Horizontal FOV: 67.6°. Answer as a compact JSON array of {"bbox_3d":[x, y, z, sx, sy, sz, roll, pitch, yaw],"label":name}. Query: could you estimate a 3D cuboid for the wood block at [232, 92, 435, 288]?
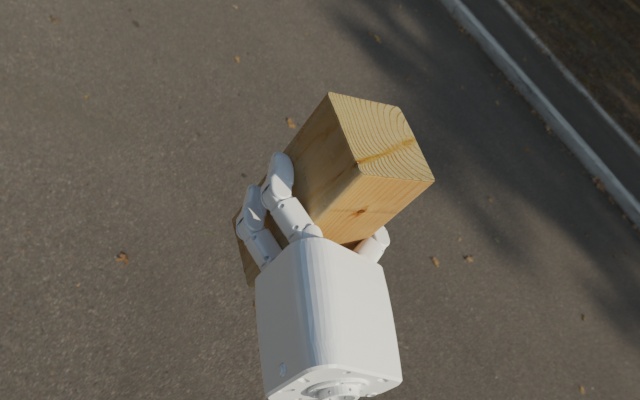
[{"bbox_3d":[0.001,0.002,0.478,0.091,0.090,0.206,3,-35,-37],"label":"wood block"}]
